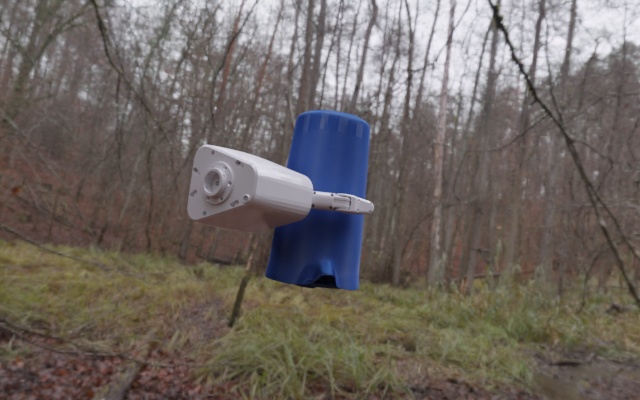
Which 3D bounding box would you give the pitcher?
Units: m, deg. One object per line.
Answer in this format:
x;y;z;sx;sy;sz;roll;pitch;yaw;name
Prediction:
0.000;0.002;0.691;0.149;0.243;0.145;6;-4;33;pitcher
